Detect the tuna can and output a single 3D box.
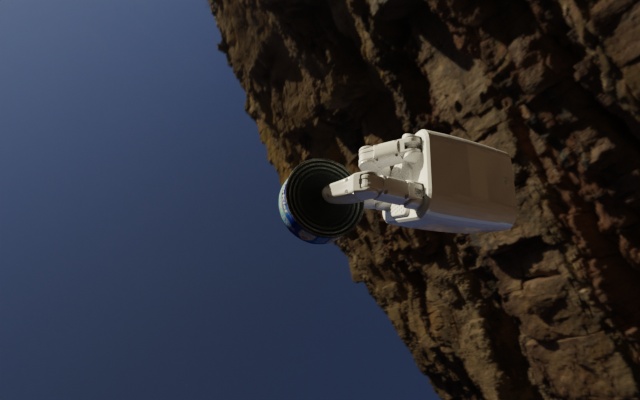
[{"bbox_3d":[0.000,0.002,0.499,0.086,0.086,0.034,0,-19,-21],"label":"tuna can"}]
